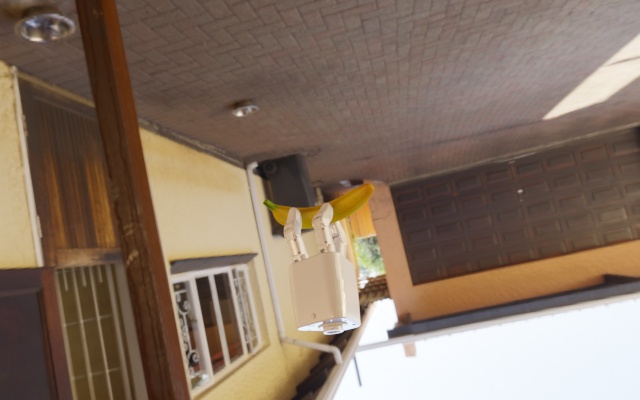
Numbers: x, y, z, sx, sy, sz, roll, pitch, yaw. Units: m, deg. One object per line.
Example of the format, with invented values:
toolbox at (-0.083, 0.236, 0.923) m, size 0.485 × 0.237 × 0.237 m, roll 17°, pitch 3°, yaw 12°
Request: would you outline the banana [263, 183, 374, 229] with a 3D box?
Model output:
banana at (0.001, 0.016, 0.843) m, size 0.198 × 0.037 × 0.070 m, roll -10°, pitch -45°, yaw 10°
